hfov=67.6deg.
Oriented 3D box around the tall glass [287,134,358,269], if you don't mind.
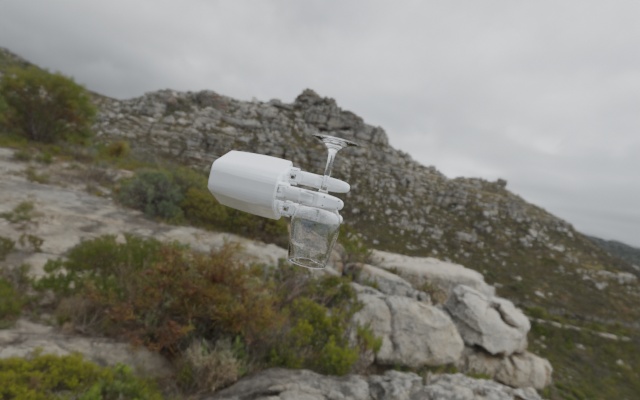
[{"bbox_3d":[0.000,0.002,0.748,0.079,0.201,0.079,13,2,0],"label":"tall glass"}]
